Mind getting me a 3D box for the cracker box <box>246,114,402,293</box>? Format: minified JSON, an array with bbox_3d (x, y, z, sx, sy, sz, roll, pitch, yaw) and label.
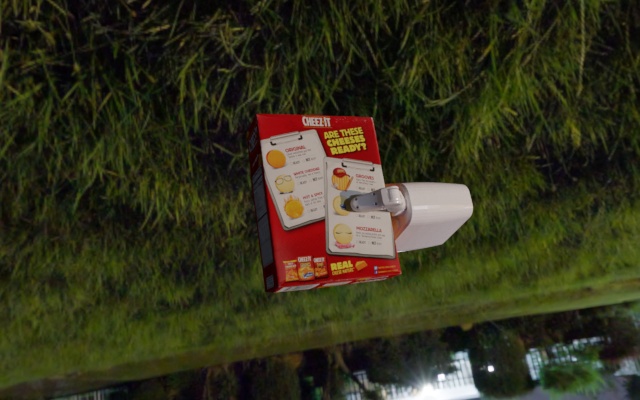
[{"bbox_3d":[0.000,0.002,0.610,0.164,0.213,0.072,-2,-16,-24],"label":"cracker box"}]
